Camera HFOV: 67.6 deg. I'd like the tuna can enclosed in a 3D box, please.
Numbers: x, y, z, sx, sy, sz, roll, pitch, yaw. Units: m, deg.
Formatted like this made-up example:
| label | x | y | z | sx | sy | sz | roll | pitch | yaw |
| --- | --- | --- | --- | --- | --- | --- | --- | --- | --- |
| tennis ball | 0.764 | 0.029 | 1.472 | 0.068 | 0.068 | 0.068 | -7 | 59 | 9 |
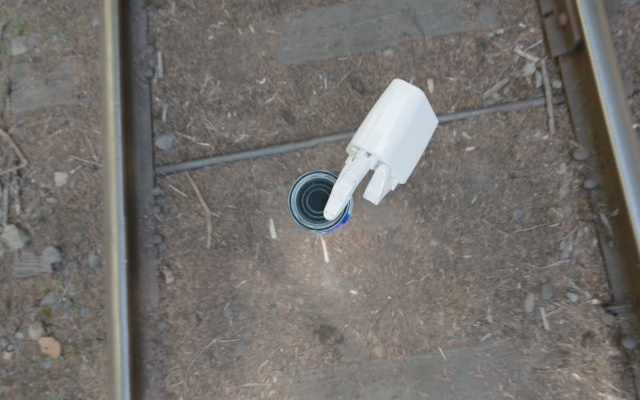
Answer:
| label | x | y | z | sx | sy | sz | roll | pitch | yaw |
| --- | --- | --- | --- | --- | --- | --- | --- | --- | --- |
| tuna can | 0.000 | 0.002 | 0.644 | 0.086 | 0.086 | 0.034 | 0 | -6 | 11 |
